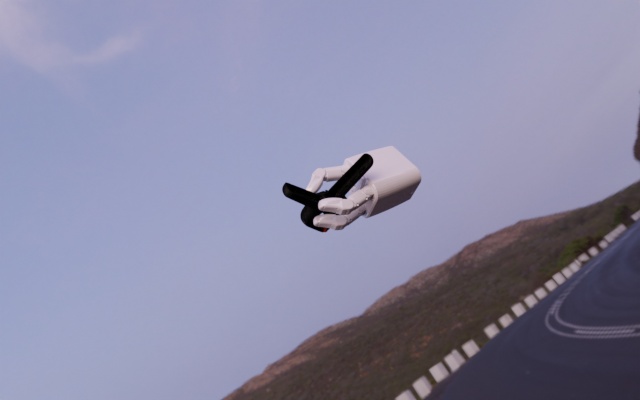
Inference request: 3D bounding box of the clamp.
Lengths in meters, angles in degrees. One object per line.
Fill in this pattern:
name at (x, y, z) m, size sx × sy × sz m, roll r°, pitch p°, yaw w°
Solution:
clamp at (0.000, 0.002, 0.860) m, size 0.164 × 0.036 × 0.210 m, roll -17°, pitch -28°, yaw -21°
